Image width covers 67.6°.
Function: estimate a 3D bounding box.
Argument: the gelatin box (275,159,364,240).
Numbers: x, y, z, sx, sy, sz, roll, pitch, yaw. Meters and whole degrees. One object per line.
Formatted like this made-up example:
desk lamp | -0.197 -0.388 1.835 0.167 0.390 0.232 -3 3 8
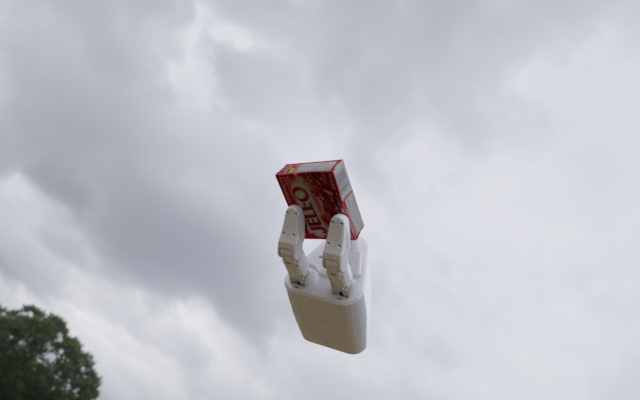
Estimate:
gelatin box | 0.000 0.001 0.520 0.073 0.089 0.030 -1 32 32
